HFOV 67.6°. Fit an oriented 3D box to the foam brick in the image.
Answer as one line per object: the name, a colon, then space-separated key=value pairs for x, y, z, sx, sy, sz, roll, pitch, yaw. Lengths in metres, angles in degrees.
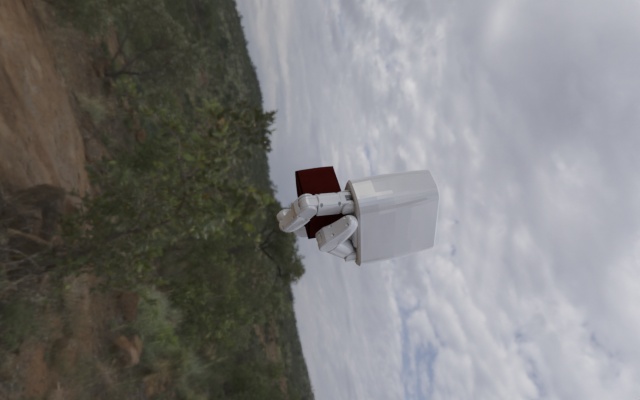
foam brick: x=0.000 y=0.002 z=0.621 sx=0.051 sy=0.078 sz=0.053 roll=-11 pitch=-36 yaw=-8
